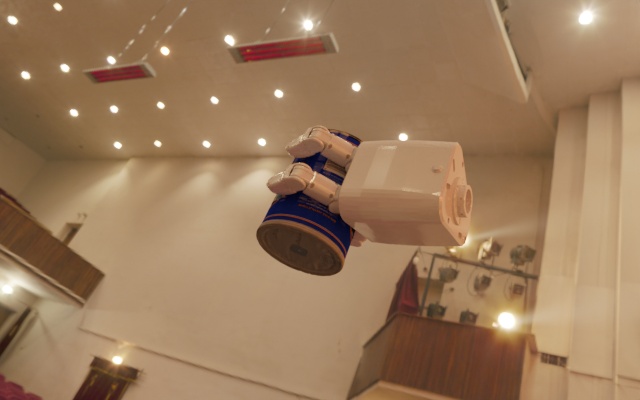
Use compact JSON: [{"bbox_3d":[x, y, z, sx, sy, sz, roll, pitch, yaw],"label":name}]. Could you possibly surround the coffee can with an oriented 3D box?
[{"bbox_3d":[0.000,0.002,0.558,0.103,0.140,0.103,17,-32,11],"label":"coffee can"}]
